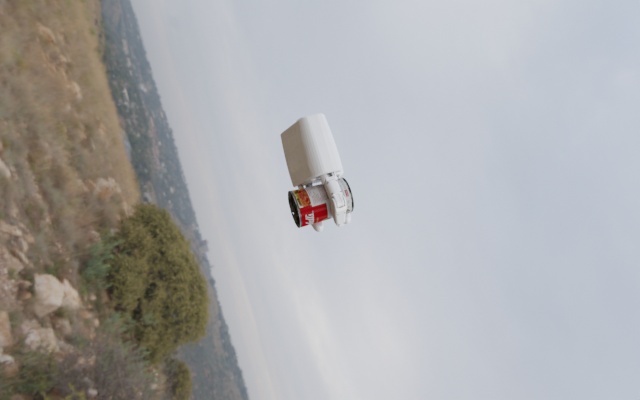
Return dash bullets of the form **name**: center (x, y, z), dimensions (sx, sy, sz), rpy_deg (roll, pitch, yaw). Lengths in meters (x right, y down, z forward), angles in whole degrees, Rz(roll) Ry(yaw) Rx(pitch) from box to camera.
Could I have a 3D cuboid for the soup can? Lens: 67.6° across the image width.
- **soup can**: center (0.001, 0.003, 0.851), dimensions (0.102, 0.068, 0.068), rpy_deg (-16, 4, -14)
